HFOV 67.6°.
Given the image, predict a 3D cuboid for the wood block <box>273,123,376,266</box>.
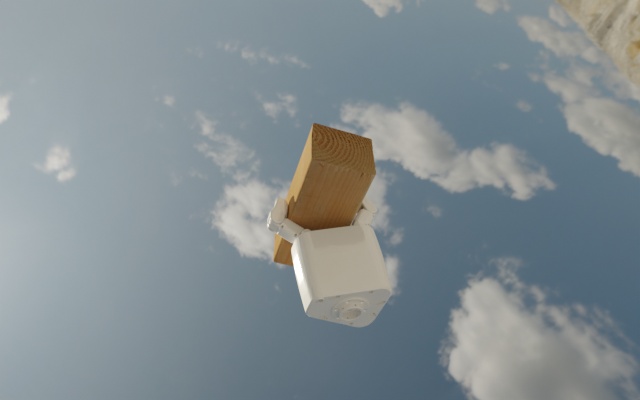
[{"bbox_3d":[0.000,0.003,0.708,0.091,0.206,0.090,14,40,-11],"label":"wood block"}]
